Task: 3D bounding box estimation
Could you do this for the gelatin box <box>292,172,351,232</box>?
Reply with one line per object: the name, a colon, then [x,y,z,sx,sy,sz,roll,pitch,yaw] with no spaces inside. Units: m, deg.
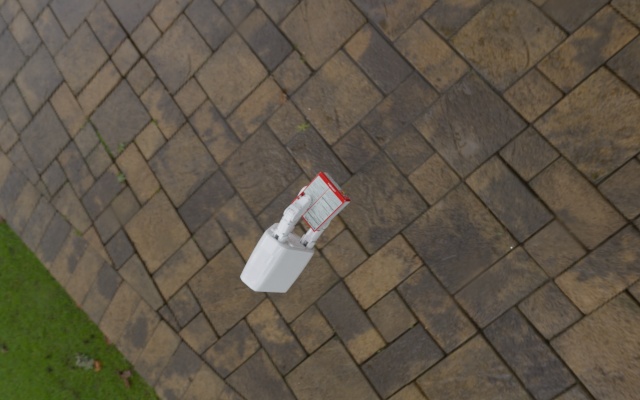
gelatin box: [0.000,0.003,0.882,0.089,0.073,0.030,-46,-17,20]
